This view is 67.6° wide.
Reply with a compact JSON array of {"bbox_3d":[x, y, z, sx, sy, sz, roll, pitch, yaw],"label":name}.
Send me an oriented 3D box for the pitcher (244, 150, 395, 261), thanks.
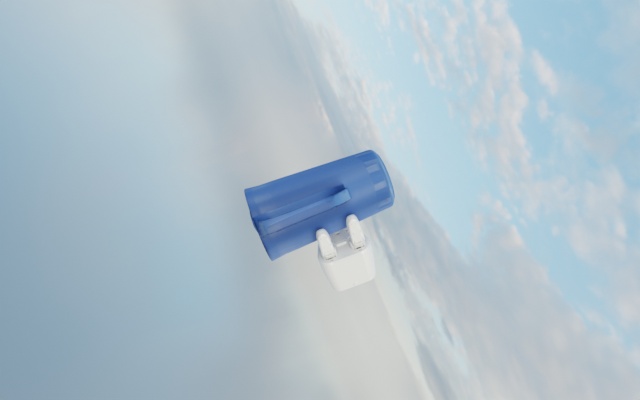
[{"bbox_3d":[0.000,0.003,0.820,0.243,0.149,0.145,-21,-42,-2],"label":"pitcher"}]
